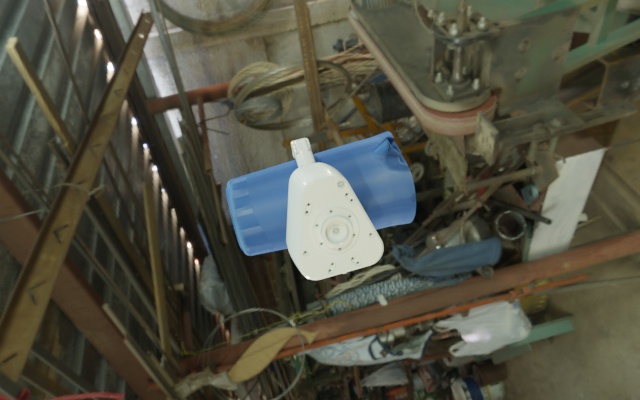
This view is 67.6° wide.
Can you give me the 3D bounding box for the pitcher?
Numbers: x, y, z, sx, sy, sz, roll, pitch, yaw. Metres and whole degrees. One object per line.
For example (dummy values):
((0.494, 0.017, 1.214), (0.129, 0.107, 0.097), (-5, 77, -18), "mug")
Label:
((0.000, 0.002, 0.671), (0.243, 0.149, 0.145), (-14, 12, -6), "pitcher")
